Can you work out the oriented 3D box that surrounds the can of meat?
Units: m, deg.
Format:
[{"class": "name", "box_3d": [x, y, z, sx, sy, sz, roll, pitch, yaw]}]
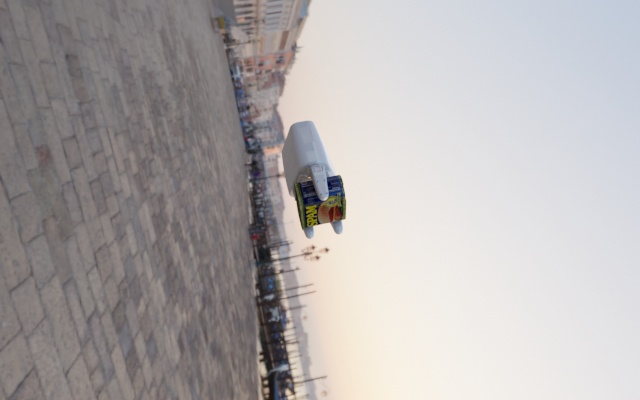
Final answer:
[{"class": "can of meat", "box_3d": [0.000, 0.003, 0.861, 0.084, 0.057, 0.102, -12, -34, -6]}]
